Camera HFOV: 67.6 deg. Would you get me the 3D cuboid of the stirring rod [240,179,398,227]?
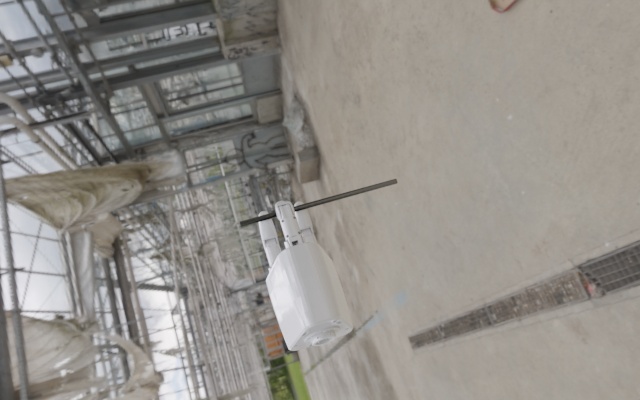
[{"bbox_3d":[0.000,0.002,0.699,0.239,0.011,0.011,-15,3,-10],"label":"stirring rod"}]
